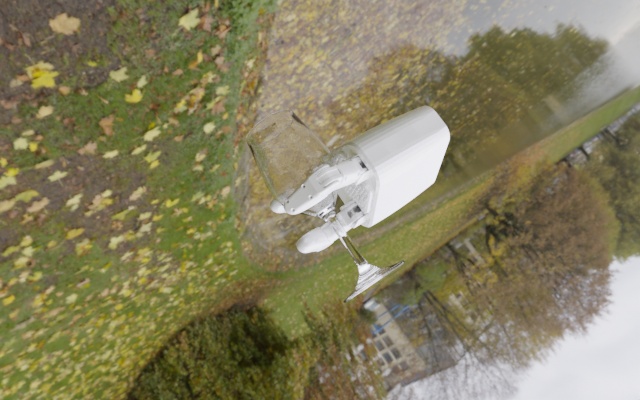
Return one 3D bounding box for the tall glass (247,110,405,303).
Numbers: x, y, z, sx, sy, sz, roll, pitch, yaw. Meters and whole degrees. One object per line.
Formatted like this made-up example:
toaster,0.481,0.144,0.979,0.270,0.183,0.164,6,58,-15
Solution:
tall glass,0.000,0.002,0.501,0.079,0.201,0.079,-33,-11,-7
